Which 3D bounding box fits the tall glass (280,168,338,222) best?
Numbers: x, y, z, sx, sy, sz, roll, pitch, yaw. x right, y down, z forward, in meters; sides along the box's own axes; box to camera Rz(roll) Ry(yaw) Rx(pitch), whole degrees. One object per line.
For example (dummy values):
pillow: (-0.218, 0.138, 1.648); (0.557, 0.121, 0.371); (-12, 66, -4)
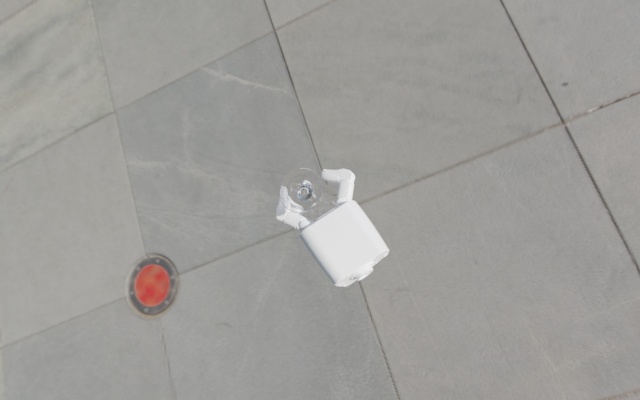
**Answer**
tall glass: (0.000, 0.003, 0.857); (0.079, 0.079, 0.201); (0, -10, 18)
